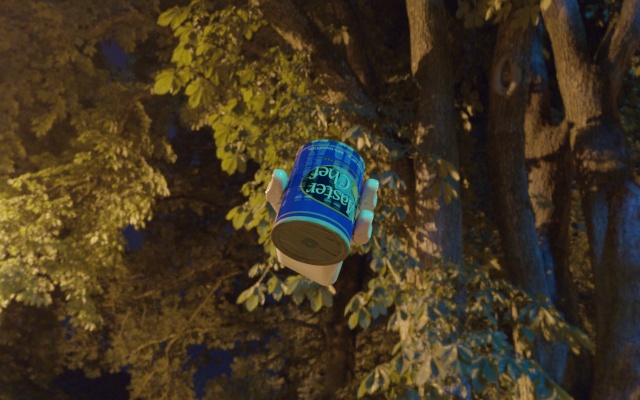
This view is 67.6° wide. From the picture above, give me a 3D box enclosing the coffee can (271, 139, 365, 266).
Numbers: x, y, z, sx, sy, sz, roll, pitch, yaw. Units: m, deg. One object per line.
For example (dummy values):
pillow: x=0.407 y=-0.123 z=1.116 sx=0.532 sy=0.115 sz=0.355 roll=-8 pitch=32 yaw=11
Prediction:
coffee can: x=0.000 y=0.002 z=0.647 sx=0.103 sy=0.140 sz=0.103 roll=9 pitch=-37 yaw=7
